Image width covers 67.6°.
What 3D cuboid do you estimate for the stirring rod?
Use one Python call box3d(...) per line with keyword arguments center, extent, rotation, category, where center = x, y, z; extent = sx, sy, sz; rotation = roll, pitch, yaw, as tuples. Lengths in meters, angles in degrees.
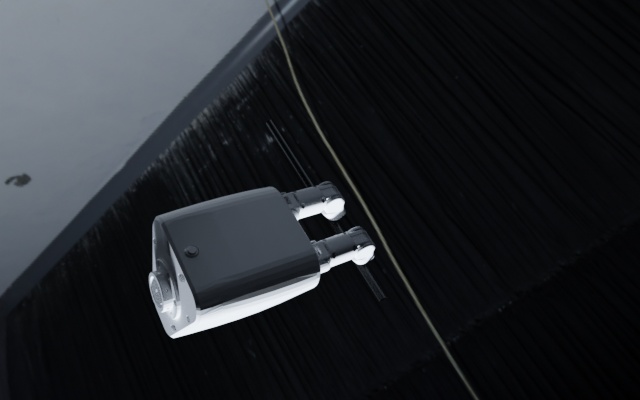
box3d(center=(0.000, 0.002, 0.501), extent=(0.011, 0.239, 0.011), rotation=(-26, -25, -14), category="stirring rod")
